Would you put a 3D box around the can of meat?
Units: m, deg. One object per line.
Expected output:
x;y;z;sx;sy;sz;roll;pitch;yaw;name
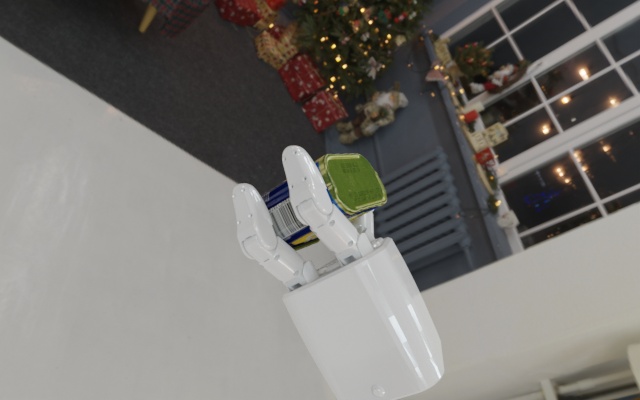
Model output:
0.000;0.001;0.417;0.084;0.057;0.102;-30;-8;28;can of meat
